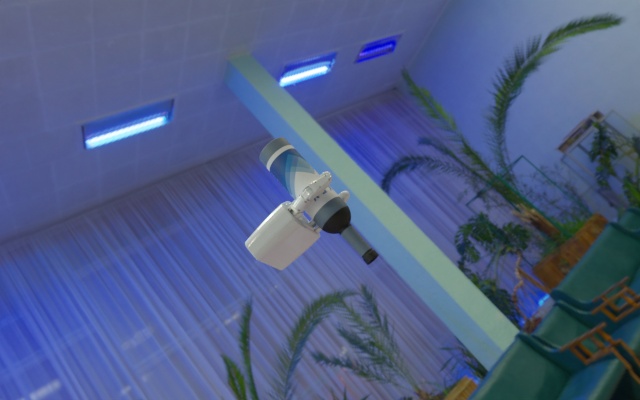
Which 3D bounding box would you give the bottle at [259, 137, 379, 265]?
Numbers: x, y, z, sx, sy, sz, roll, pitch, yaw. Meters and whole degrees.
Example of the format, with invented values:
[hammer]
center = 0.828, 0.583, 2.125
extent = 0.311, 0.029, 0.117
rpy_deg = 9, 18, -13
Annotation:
[bottle]
center = 0.000, 0.003, 0.899
extent = 0.069, 0.295, 0.069
rpy_deg = -38, -18, -15
